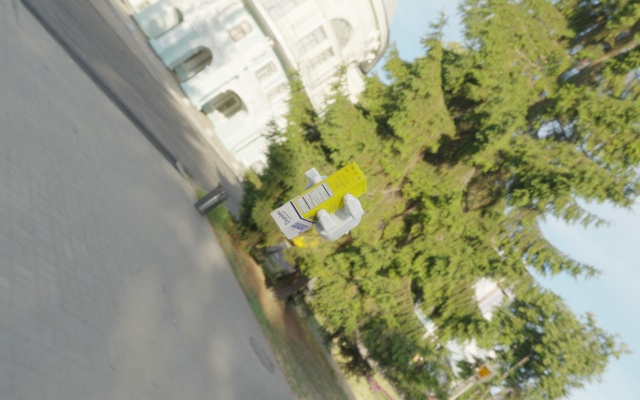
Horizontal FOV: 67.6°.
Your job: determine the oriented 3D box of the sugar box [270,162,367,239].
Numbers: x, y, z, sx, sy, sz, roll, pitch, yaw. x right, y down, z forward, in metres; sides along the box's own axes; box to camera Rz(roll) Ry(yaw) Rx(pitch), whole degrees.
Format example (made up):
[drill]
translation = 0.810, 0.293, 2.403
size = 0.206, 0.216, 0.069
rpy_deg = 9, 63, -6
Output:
[sugar box]
translation = 0.001, 0.003, 0.869
size = 0.176, 0.048, 0.093
rpy_deg = -35, -16, -3
